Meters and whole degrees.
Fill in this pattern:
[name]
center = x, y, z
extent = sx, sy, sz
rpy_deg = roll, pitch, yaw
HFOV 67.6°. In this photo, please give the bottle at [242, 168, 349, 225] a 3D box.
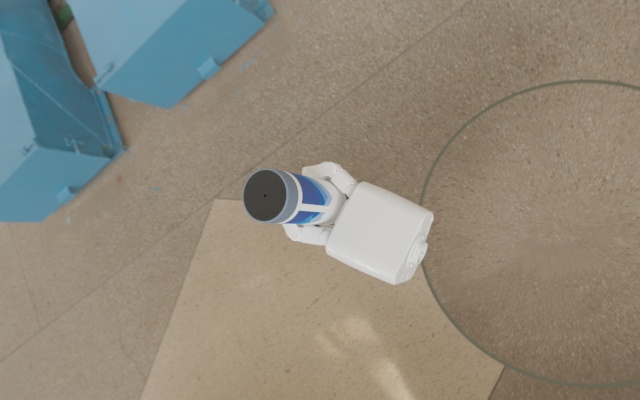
[bottle]
center = 0.000, 0.002, 0.702
extent = 0.069, 0.069, 0.296
rpy_deg = 0, -3, 27
